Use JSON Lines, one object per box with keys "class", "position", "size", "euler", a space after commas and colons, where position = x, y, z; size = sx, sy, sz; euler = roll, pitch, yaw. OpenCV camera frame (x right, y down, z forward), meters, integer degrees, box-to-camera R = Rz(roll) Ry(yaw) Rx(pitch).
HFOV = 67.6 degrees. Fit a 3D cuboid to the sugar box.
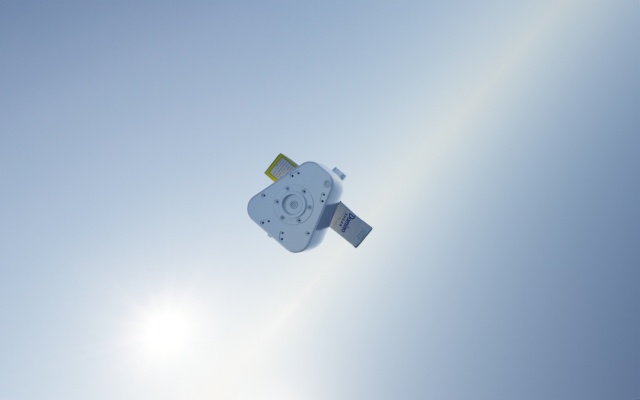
{"class": "sugar box", "position": [0.000, 0.003, 0.734], "size": [0.176, 0.048, 0.093], "euler": [42, 2, 6]}
